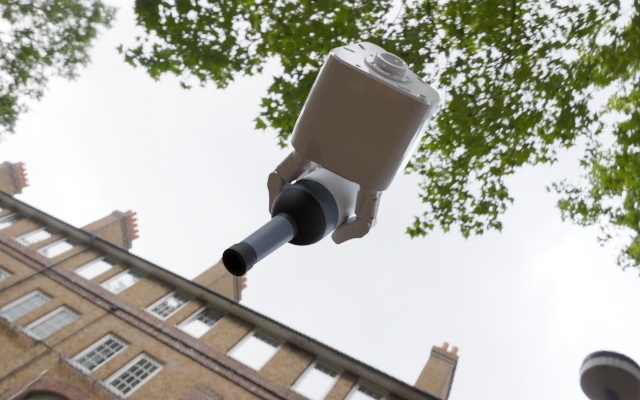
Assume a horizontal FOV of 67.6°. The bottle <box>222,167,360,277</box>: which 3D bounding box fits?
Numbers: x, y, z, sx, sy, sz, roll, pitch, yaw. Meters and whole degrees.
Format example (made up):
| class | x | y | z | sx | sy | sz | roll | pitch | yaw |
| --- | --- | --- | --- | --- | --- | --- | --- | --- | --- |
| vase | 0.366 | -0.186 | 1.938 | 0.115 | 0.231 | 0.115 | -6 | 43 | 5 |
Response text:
| class | x | y | z | sx | sy | sz | roll | pitch | yaw |
| --- | --- | --- | --- | --- | --- | --- | --- | --- | --- |
| bottle | 0.000 | 0.002 | 0.528 | 0.069 | 0.069 | 0.295 | 0 | 21 | 33 |
